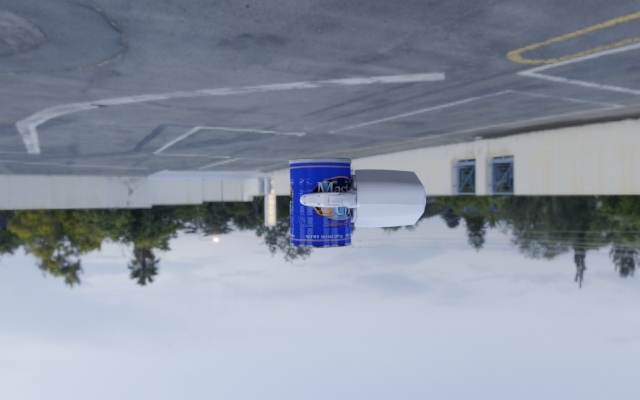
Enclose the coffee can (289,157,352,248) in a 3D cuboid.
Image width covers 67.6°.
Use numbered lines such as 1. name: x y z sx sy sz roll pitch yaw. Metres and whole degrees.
1. coffee can: 0.000 0.002 0.788 0.103 0.140 0.103 0 1 0
